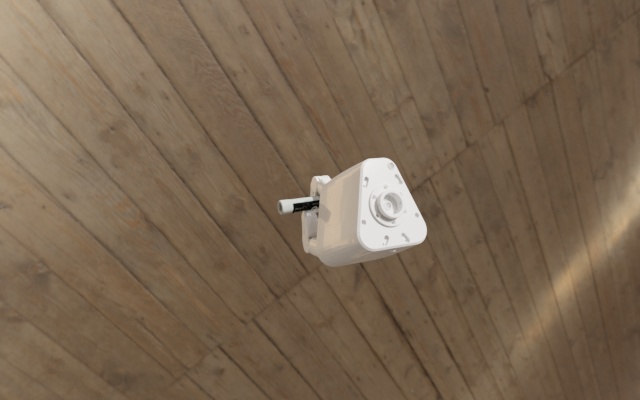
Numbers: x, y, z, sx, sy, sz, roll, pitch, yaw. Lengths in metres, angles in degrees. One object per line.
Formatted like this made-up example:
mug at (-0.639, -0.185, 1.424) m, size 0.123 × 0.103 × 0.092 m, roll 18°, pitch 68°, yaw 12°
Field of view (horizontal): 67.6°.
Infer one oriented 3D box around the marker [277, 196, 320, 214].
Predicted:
marker at (0.000, 0.002, 0.658) m, size 0.121 × 0.020 × 0.020 m, roll -7°, pitch 3°, yaw -26°
